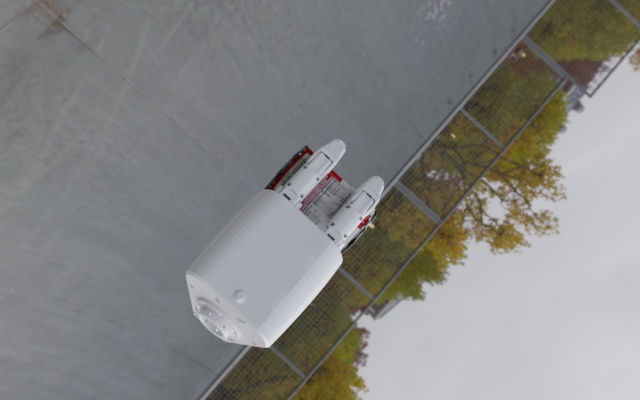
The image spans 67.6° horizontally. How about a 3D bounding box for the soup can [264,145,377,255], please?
[{"bbox_3d":[0.001,0.002,0.496,0.102,0.068,0.068,43,0,0],"label":"soup can"}]
